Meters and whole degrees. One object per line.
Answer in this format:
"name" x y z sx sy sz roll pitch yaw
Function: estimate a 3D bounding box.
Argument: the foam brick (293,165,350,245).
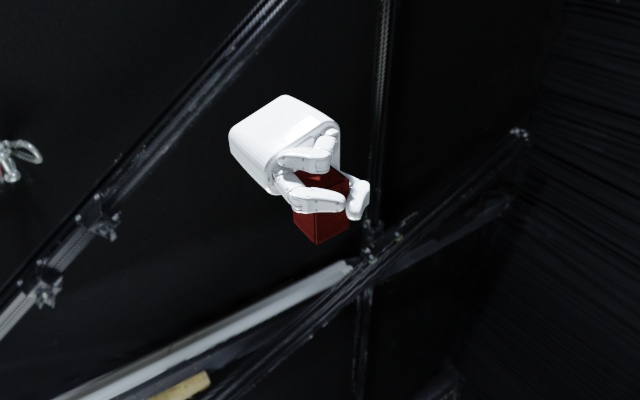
"foam brick" 0.000 0.002 0.582 0.053 0.078 0.051 -24 42 -27
